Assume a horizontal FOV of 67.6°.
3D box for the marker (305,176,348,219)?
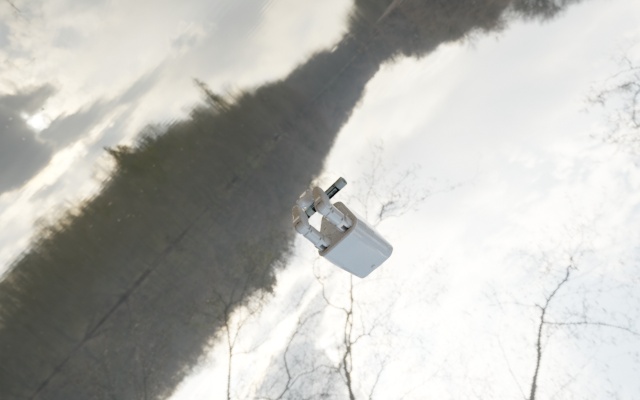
[{"bbox_3d":[0.000,0.003,0.854,0.121,0.020,0.020,-43,-20,22],"label":"marker"}]
